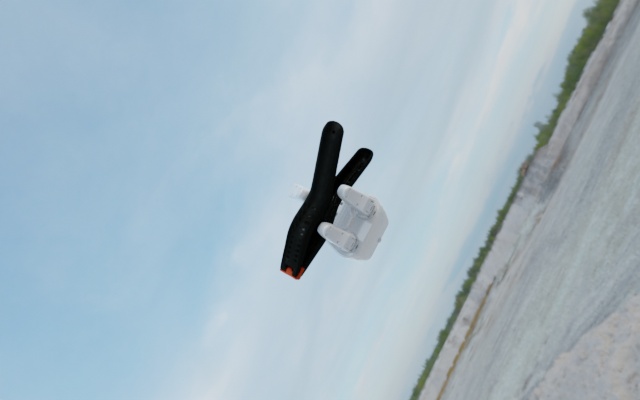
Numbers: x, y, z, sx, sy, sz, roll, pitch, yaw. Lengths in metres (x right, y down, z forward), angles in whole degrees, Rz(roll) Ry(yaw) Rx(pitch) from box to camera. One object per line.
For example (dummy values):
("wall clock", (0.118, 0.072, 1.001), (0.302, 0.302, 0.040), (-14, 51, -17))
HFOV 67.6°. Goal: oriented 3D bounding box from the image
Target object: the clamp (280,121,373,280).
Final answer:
("clamp", (-0.001, 0.002, 0.618), (0.036, 0.210, 0.164), (26, -3, 22))
